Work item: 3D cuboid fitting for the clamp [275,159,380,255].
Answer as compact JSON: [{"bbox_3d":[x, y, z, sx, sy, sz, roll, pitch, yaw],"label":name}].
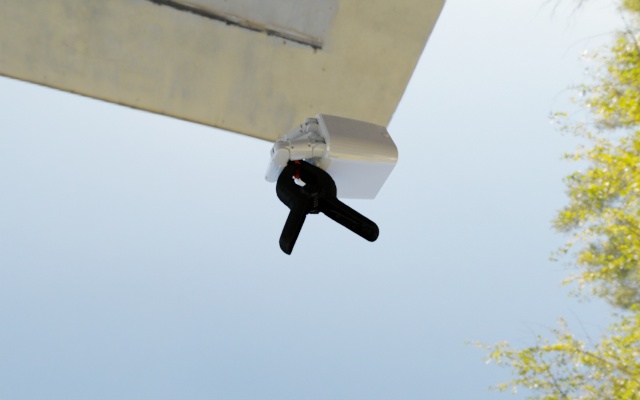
[{"bbox_3d":[0.000,0.002,0.598,0.120,0.039,0.171,3,40,-16],"label":"clamp"}]
